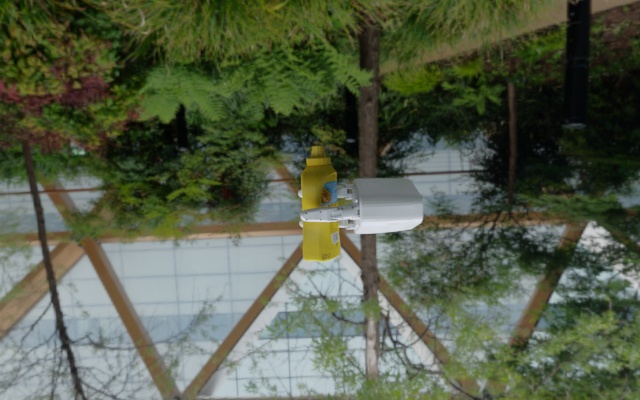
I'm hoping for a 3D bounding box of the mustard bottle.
[{"bbox_3d":[0.000,0.003,0.814,0.058,0.191,0.096,0,6,22],"label":"mustard bottle"}]
